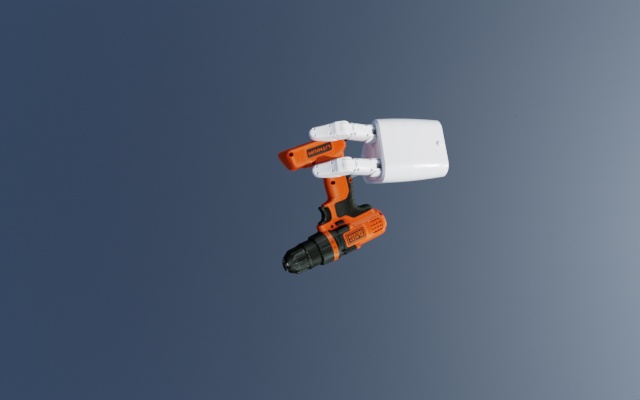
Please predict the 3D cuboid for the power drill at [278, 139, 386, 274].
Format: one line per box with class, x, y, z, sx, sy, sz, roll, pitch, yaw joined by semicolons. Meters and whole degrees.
power drill;0.000;0.002;0.742;0.184;0.188;0.057;-24;12;-24
